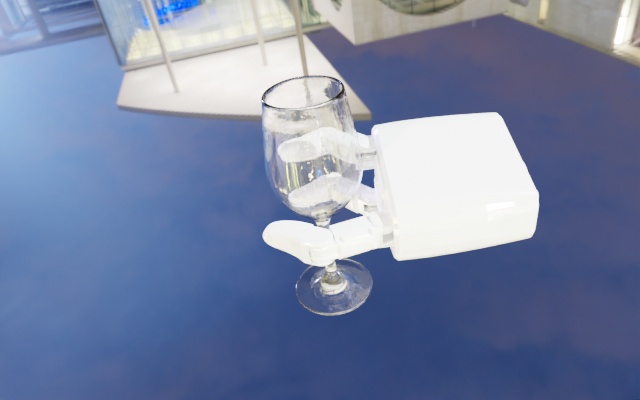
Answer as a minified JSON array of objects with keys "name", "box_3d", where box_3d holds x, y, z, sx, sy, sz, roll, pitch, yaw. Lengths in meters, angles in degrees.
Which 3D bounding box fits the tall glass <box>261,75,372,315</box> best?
[{"name":"tall glass","box_3d":[0.000,0.002,0.403,0.079,0.201,0.079,-6,35,5]}]
